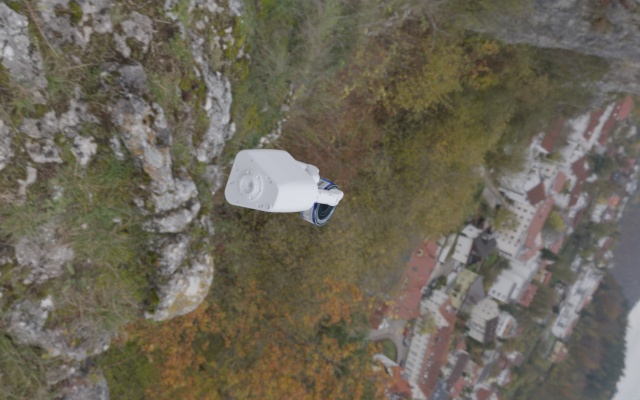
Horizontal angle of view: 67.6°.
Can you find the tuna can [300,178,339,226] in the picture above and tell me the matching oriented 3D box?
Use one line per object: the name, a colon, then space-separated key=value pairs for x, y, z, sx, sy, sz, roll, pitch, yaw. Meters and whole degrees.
tuna can: x=0.001 y=0.003 z=0.895 sx=0.033 sy=0.086 sz=0.086 roll=25 pitch=11 yaw=25
